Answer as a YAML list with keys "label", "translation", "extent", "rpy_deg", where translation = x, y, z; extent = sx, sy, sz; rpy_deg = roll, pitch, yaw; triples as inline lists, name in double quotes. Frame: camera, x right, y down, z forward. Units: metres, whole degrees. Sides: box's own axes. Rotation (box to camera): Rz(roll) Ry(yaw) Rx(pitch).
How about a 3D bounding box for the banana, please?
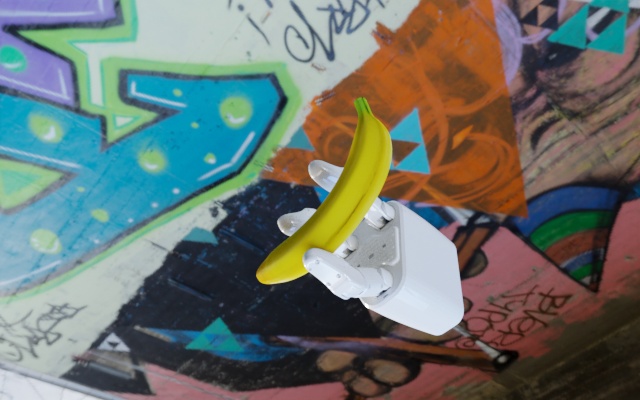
- label: "banana"
  translation: [0.011, 0.005, 0.429]
  extent: [0.037, 0.198, 0.069]
  rpy_deg: [28, 6, -36]
